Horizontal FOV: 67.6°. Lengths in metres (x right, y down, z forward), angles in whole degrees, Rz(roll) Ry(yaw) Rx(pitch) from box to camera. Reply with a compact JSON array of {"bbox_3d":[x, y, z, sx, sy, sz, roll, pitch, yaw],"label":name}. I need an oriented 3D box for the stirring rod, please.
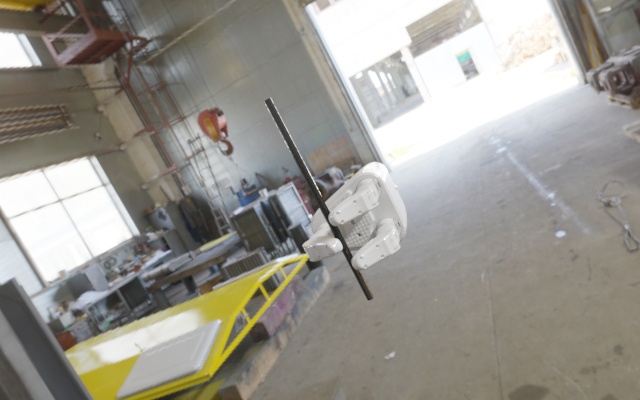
[{"bbox_3d":[0.000,0.002,0.509,0.011,0.239,0.011,-27,7,4],"label":"stirring rod"}]
